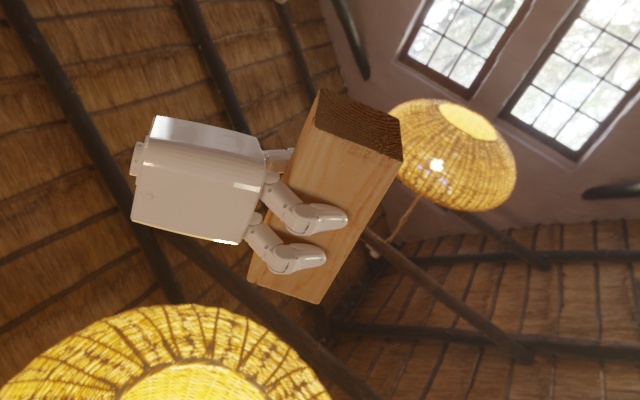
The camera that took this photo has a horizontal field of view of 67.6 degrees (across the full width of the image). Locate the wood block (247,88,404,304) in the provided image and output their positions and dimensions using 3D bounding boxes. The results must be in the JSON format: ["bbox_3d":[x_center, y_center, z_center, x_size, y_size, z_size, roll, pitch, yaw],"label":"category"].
[{"bbox_3d":[0.000,0.001,0.507,0.090,0.206,0.090,20,36,-9],"label":"wood block"}]
